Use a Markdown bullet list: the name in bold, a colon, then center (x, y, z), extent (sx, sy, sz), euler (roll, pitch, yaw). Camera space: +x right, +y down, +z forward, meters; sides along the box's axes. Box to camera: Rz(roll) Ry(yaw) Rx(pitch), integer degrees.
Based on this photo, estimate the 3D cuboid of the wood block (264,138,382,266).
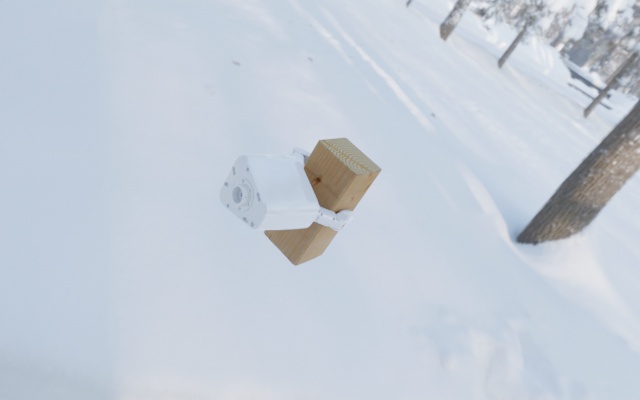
- **wood block**: center (0.000, 0.003, 0.823), extent (0.090, 0.206, 0.090), euler (44, 30, 20)
